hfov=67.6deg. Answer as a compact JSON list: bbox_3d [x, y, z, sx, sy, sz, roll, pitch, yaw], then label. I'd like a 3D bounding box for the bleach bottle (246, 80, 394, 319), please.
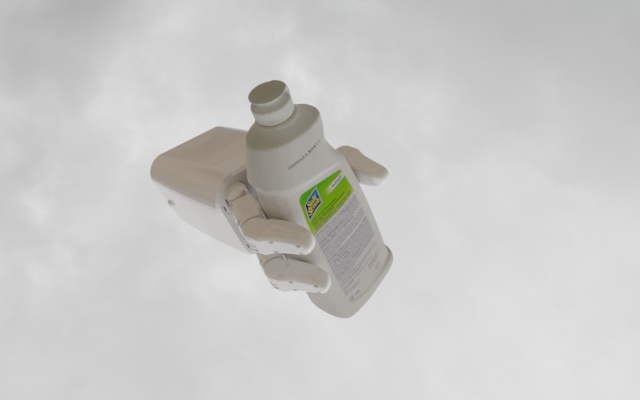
[{"bbox_3d":[0.000,0.002,0.427,0.068,0.102,0.251,20,-33,34],"label":"bleach bottle"}]
